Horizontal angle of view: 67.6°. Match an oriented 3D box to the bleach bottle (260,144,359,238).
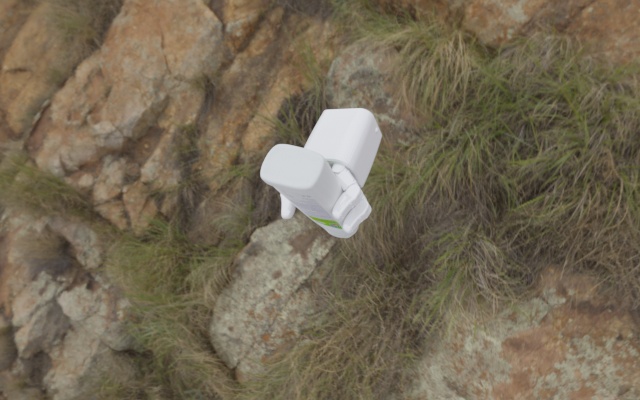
[{"bbox_3d":[0.000,0.003,0.795,0.102,0.068,0.251,16,-19,27],"label":"bleach bottle"}]
